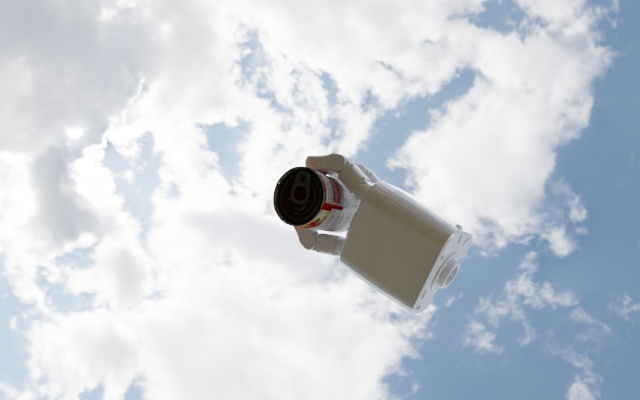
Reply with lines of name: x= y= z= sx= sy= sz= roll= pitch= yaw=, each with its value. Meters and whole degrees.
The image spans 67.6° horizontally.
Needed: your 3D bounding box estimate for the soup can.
soup can: x=0.000 y=0.002 z=0.573 sx=0.068 sy=0.068 sz=0.102 roll=0 pitch=-8 yaw=31
